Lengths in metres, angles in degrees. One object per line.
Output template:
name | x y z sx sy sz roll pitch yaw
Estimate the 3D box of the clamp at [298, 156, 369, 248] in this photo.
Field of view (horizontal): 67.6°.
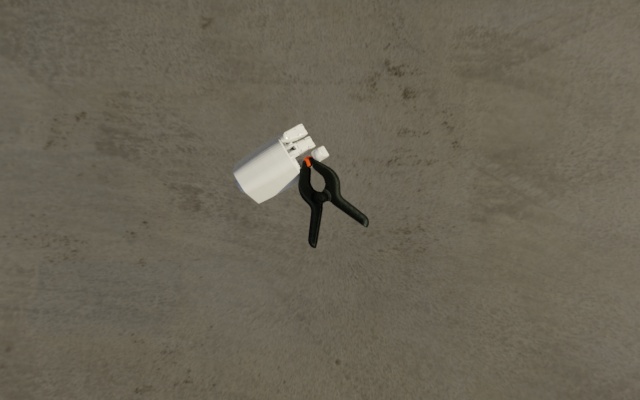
clamp | 0.000 0.003 0.896 0.120 0.171 0.039 -31 -4 3
